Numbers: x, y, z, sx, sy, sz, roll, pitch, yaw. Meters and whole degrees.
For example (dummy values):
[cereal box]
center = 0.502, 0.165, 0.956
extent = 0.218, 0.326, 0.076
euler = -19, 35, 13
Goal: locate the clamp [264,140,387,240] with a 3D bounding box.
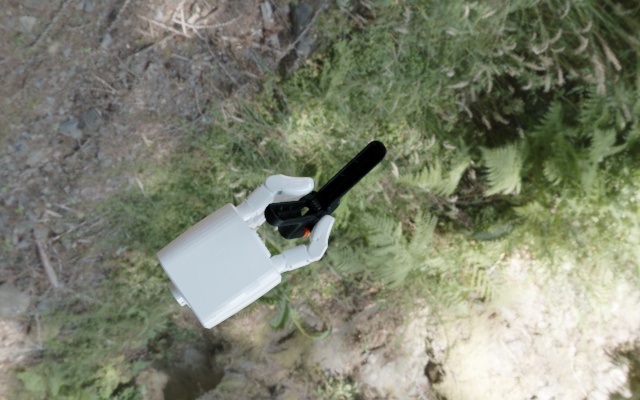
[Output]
[clamp]
center = 0.000, 0.003, 0.610
extent = 0.164, 0.036, 0.210
euler = -33, -10, -14
